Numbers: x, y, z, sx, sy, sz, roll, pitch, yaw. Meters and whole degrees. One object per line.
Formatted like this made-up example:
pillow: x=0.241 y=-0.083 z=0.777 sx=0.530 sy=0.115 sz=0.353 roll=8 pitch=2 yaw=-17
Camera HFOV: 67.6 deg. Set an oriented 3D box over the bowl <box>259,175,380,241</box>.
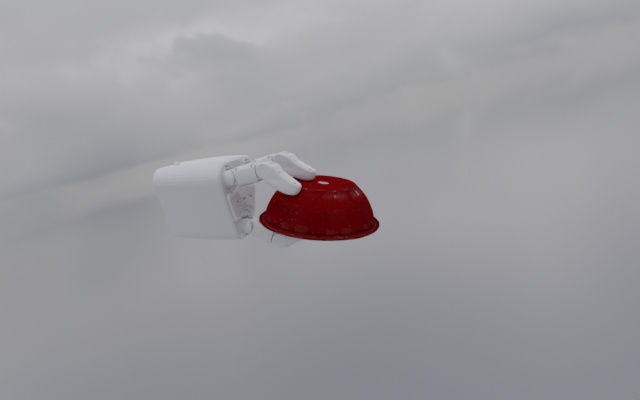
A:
bowl: x=0.001 y=0.002 z=0.635 sx=0.162 sy=0.055 sz=0.162 roll=4 pitch=15 yaw=-1
